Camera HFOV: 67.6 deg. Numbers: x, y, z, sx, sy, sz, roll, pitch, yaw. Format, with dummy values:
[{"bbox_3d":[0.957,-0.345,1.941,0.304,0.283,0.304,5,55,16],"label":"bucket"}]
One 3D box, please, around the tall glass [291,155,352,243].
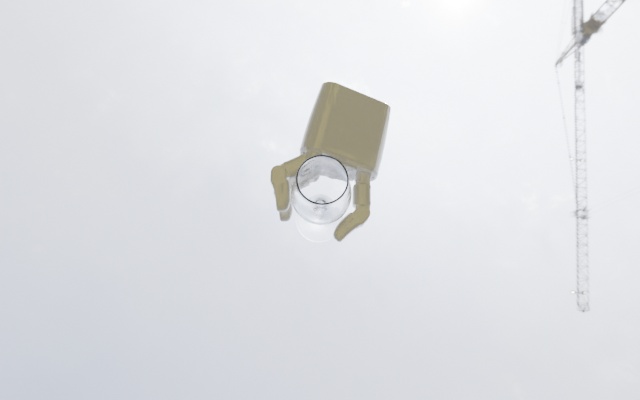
[{"bbox_3d":[0.000,0.002,0.651,0.079,0.079,0.201,0,-15,-1],"label":"tall glass"}]
